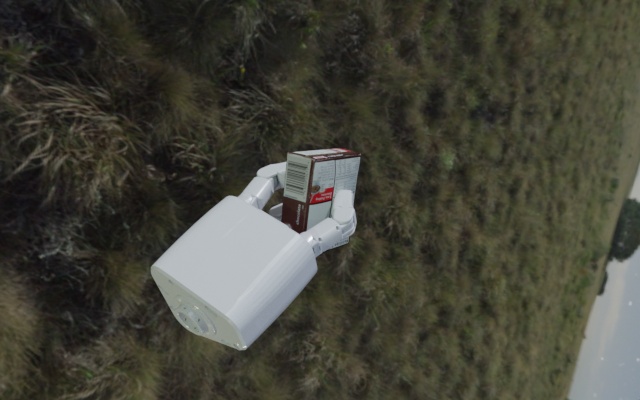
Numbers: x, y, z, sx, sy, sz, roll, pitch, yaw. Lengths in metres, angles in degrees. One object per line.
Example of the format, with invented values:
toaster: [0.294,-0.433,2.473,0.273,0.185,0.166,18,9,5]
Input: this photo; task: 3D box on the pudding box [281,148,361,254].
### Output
pudding box: [0.000,0.002,0.526,0.039,0.113,0.090,19,19,34]
